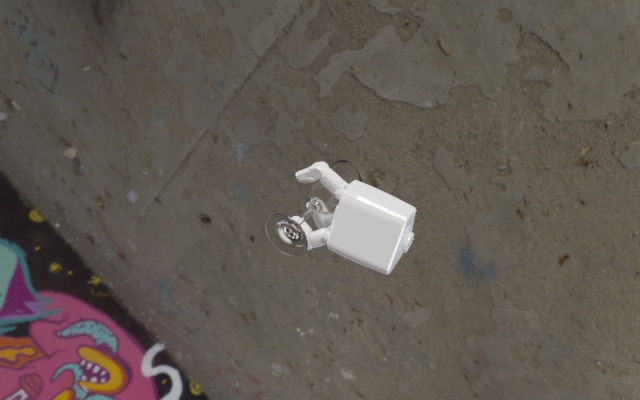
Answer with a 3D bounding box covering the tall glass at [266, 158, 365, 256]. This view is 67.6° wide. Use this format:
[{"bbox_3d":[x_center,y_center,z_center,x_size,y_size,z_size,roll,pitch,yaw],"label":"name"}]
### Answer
[{"bbox_3d":[0.000,0.003,0.770,0.079,0.079,0.201,0,30,35],"label":"tall glass"}]
